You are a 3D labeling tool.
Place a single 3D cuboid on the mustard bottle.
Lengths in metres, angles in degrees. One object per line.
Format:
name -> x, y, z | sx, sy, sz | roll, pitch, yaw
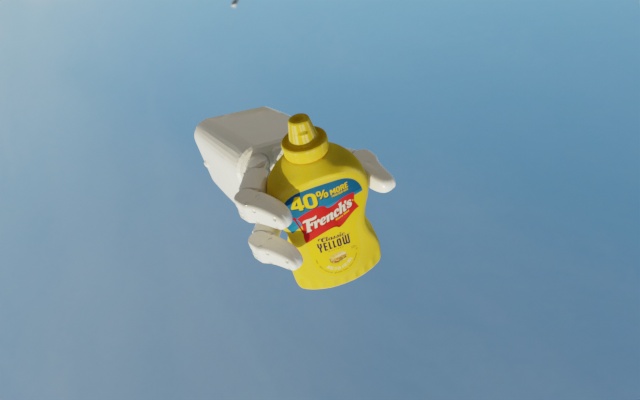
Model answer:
mustard bottle -> 0.000, 0.002, 0.459 | 0.096, 0.192, 0.058 | -18, 40, -4
